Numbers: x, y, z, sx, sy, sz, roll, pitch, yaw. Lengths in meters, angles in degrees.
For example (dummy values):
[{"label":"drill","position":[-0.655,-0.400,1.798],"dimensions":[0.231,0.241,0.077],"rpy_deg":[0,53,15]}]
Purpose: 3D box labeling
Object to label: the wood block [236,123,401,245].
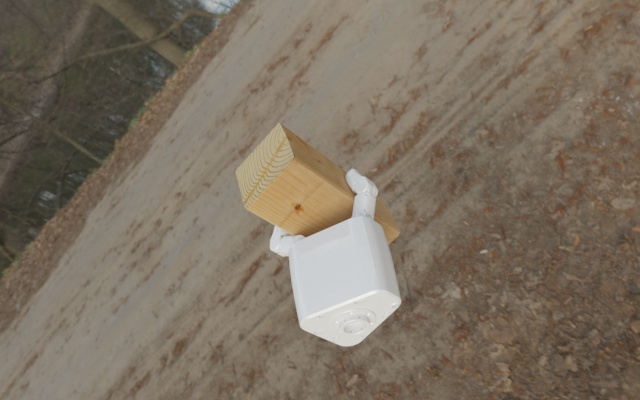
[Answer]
[{"label":"wood block","position":[0.000,0.002,0.640],"dimensions":[0.206,0.091,0.090],"rpy_deg":[34,20,-35]}]
